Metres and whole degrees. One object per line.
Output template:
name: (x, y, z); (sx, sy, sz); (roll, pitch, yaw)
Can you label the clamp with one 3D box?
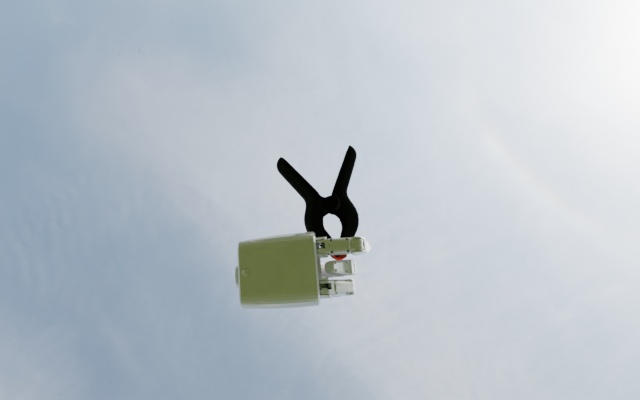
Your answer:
clamp: (0.000, 0.003, 0.693); (0.120, 0.171, 0.039); (-4, -17, -3)
